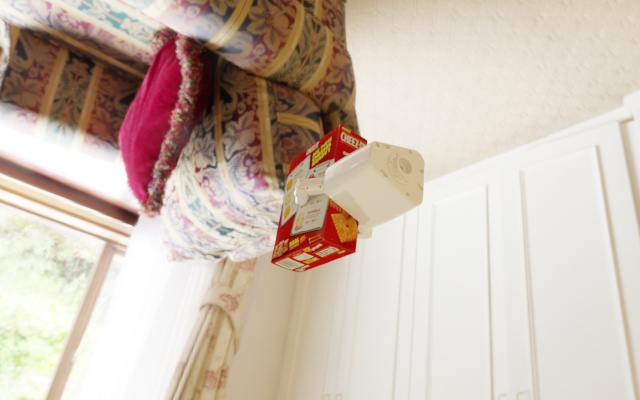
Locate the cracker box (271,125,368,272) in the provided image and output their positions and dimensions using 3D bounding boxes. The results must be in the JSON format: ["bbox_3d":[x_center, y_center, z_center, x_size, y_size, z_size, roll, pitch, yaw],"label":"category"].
[{"bbox_3d":[0.000,0.003,0.820,0.072,0.213,0.164,25,-32,-26],"label":"cracker box"}]
